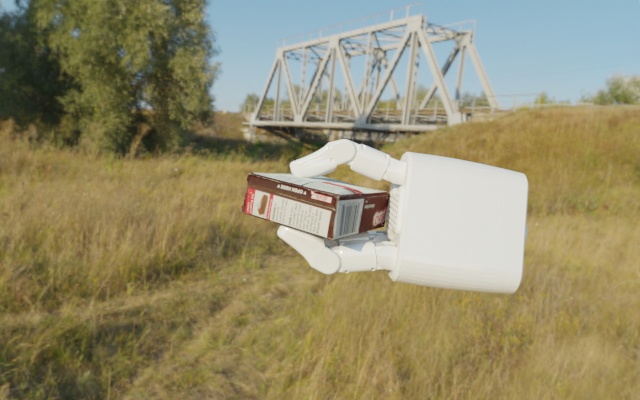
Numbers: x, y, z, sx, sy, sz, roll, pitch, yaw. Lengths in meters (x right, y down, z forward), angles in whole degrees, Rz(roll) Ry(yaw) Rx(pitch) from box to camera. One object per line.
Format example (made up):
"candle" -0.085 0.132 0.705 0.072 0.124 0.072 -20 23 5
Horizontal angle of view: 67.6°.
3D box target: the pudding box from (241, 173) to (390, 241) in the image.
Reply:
"pudding box" 0.000 0.001 0.424 0.090 0.039 0.113 14 7 27
